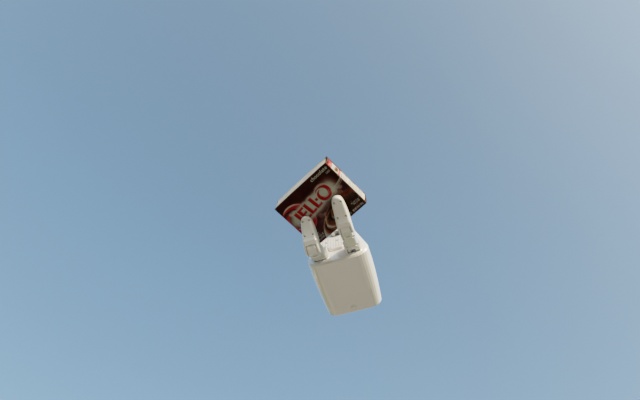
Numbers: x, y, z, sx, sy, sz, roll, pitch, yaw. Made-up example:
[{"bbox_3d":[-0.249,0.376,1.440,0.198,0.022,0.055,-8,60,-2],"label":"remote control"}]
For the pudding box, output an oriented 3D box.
[{"bbox_3d":[0.000,0.002,0.732,0.113,0.090,0.039,-43,16,17],"label":"pudding box"}]
